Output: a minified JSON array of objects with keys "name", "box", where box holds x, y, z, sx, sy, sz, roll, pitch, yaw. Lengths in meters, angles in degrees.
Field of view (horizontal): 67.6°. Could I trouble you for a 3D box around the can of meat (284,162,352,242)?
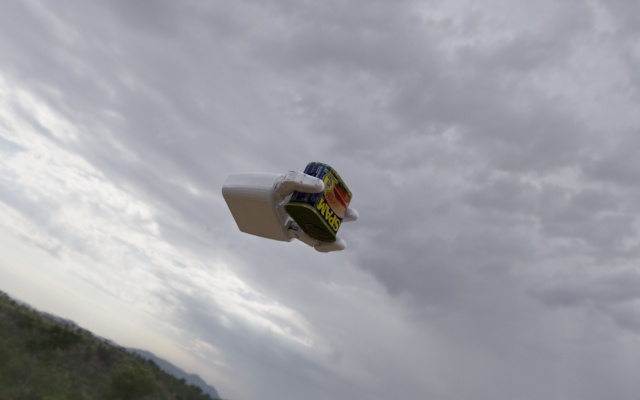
[{"name":"can of meat","box":[0.000,0.002,0.739,0.057,0.084,0.102,4,-33,35]}]
